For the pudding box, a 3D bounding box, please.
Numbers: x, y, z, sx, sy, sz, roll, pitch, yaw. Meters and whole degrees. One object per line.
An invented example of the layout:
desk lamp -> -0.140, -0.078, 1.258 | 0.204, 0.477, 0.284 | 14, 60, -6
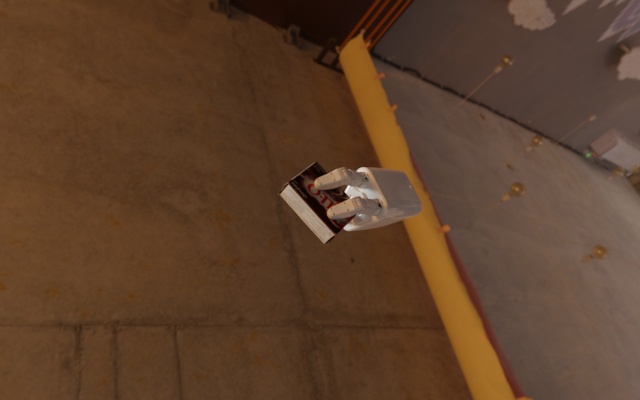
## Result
pudding box -> 0.000, 0.003, 0.768 | 0.039, 0.113, 0.090 | -46, -3, 39
